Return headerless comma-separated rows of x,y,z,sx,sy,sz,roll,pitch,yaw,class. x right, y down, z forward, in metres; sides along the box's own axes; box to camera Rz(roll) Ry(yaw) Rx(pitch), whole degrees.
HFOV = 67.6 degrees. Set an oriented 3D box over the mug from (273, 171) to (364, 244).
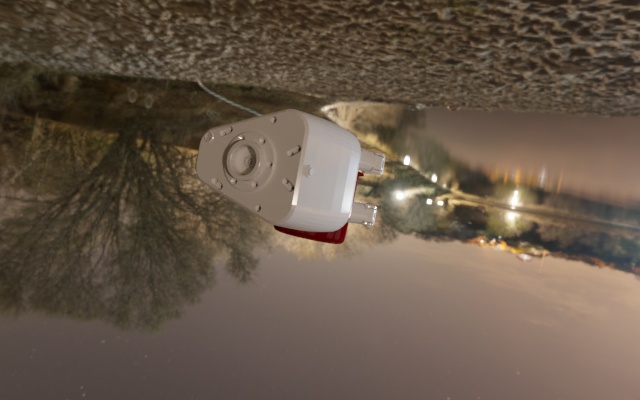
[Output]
0.001,0.002,0.541,0.093,0.081,0.117,12,0,27,mug
